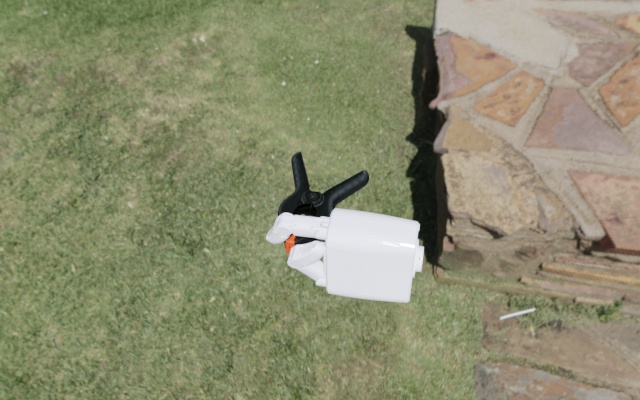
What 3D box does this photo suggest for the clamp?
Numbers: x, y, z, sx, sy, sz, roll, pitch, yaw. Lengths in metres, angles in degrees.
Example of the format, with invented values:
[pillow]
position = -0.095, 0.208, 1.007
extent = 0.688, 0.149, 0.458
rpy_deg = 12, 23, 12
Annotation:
[clamp]
position = 0.000, 0.002, 0.671
extent = 0.120, 0.171, 0.039
rpy_deg = 7, -37, 12
